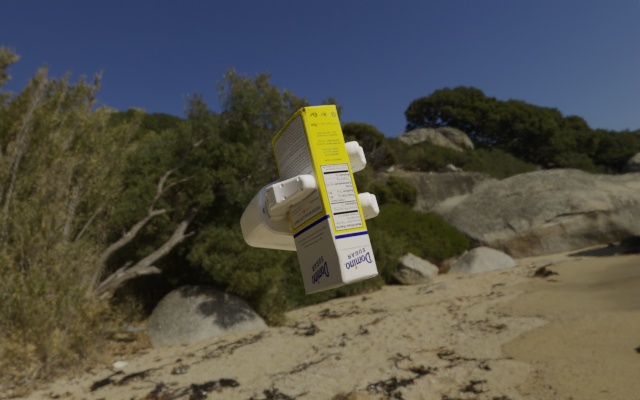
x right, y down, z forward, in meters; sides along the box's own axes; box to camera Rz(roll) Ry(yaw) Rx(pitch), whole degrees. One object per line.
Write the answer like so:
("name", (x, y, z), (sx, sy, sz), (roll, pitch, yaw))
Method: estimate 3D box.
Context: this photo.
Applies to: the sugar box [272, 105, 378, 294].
("sugar box", (0.000, 0.001, 0.492), (0.048, 0.176, 0.093), (-10, -11, -27))
